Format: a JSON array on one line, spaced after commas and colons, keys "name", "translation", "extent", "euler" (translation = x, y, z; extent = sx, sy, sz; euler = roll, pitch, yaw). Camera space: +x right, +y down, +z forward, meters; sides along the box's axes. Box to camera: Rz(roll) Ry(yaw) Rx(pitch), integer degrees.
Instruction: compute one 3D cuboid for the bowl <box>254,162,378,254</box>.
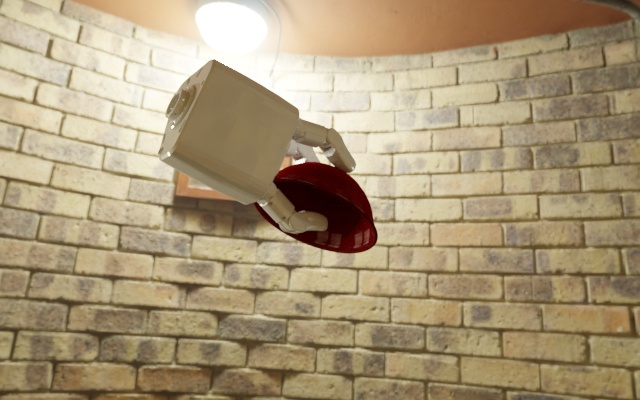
[{"name": "bowl", "translation": [0.001, 0.002, 0.587], "extent": [0.162, 0.055, 0.162], "euler": [18, -29, 10]}]
